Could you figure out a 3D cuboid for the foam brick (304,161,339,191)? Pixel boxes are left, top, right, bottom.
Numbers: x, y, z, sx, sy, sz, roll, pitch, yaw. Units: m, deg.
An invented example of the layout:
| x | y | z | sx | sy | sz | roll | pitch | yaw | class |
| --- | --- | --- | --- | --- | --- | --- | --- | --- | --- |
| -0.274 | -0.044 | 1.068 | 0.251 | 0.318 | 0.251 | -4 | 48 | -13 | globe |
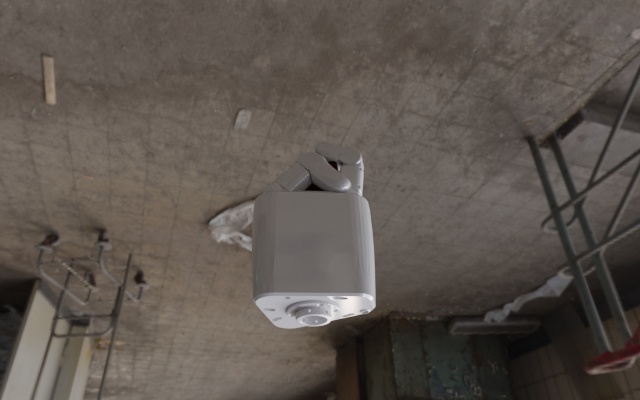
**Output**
| x | y | z | sx | sy | sz | roll | pitch | yaw | class |
| --- | --- | --- | --- | --- | --- | --- | --- | --- | --- |
| 0.000 | 0.002 | 0.529 | 0.053 | 0.051 | 0.078 | -8 | -34 | 9 | foam brick |
